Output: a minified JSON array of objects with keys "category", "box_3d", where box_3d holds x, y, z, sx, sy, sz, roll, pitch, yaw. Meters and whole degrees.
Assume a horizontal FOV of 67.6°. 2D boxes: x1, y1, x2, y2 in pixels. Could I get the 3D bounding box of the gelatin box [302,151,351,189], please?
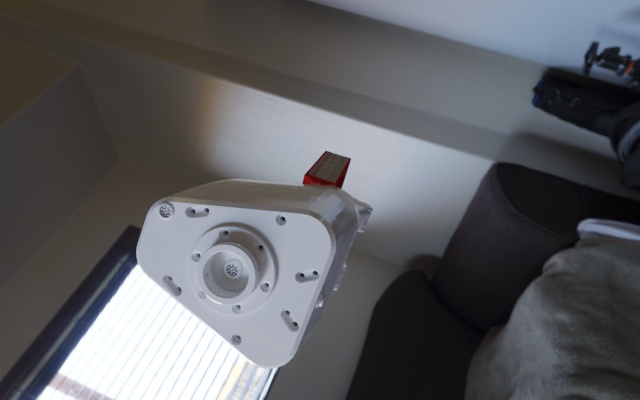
[{"category":"gelatin box","box_3d":[0.000,0.001,0.435,0.030,0.073,0.089,18,22,5]}]
